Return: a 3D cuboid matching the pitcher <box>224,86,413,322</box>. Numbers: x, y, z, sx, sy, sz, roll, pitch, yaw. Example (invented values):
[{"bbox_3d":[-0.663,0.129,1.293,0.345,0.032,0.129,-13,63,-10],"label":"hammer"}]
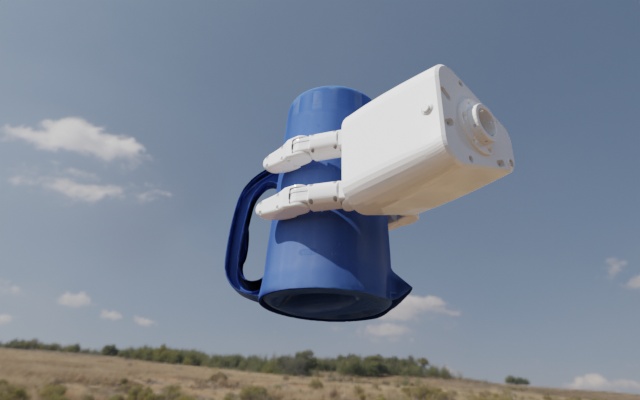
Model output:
[{"bbox_3d":[0.000,0.002,0.516,0.149,0.242,0.145,21,-32,-33],"label":"pitcher"}]
